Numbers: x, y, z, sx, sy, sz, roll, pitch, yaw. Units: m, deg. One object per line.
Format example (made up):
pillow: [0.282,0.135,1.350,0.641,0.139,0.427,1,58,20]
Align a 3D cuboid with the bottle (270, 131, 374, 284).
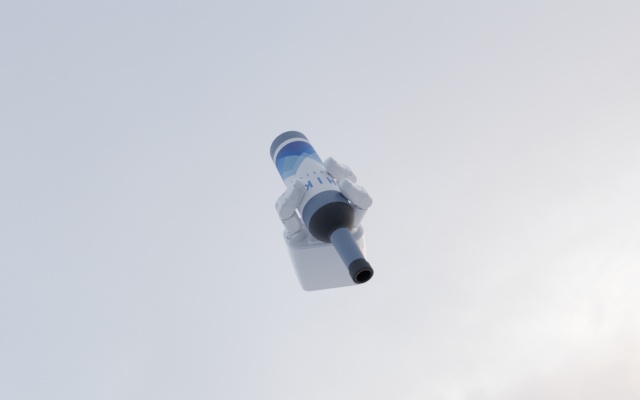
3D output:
bottle: [0.000,0.002,0.664,0.069,0.069,0.295,0,36,-25]
